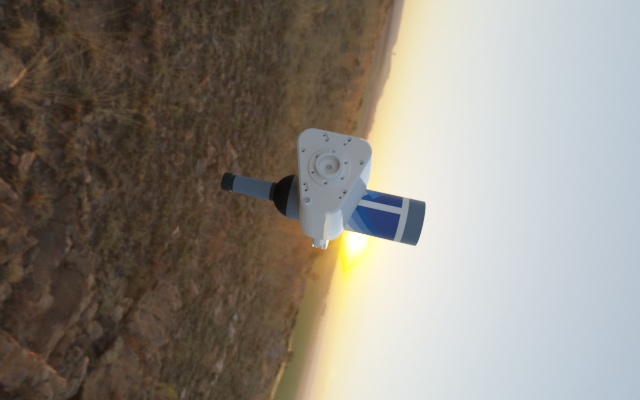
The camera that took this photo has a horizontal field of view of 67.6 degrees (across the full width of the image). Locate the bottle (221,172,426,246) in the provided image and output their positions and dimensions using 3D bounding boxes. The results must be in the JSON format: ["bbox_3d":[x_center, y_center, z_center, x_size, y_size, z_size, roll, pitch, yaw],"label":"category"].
[{"bbox_3d":[0.000,0.002,0.697,0.296,0.069,0.069,12,1,4],"label":"bottle"}]
